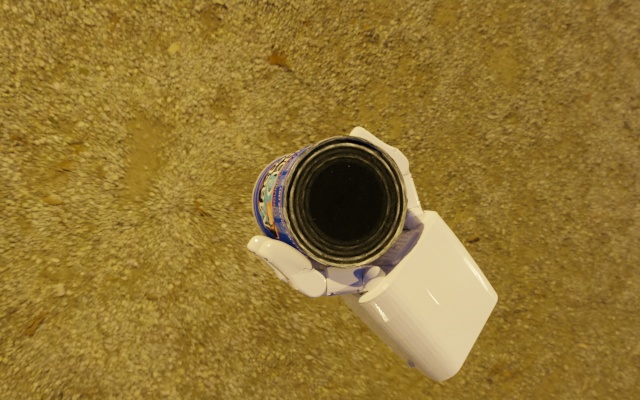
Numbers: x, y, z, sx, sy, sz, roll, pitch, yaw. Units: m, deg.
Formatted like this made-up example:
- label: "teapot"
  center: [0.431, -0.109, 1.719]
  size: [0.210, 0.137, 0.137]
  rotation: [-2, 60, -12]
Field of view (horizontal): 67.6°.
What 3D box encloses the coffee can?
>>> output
- label: "coffee can"
  center: [0.000, 0.001, 0.431]
  size: [0.103, 0.103, 0.140]
  rotation: [0, 0, -17]
